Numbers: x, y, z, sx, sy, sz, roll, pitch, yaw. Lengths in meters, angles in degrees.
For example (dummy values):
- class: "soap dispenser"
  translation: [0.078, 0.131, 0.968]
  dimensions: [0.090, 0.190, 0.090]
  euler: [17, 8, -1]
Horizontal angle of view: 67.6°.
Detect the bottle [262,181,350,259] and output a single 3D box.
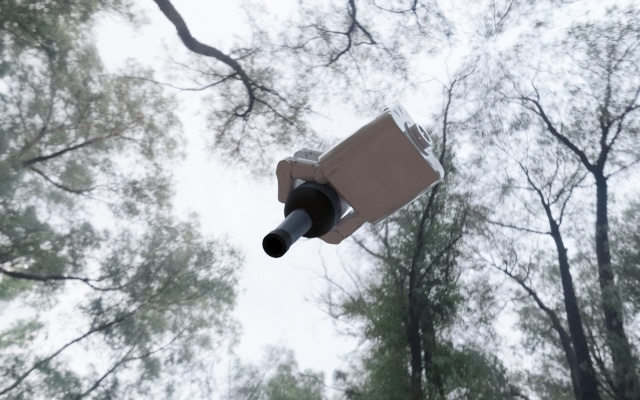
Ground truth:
- class: "bottle"
  translation: [0.000, 0.002, 0.607]
  dimensions: [0.069, 0.069, 0.295]
  euler: [0, 17, 19]
